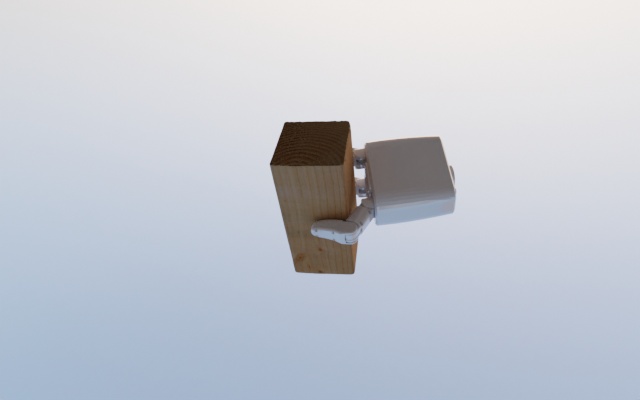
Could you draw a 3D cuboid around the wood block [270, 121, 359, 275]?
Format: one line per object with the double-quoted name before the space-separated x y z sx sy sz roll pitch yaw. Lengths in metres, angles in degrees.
"wood block" 0.000 0.002 0.652 0.090 0.206 0.090 1 44 10
